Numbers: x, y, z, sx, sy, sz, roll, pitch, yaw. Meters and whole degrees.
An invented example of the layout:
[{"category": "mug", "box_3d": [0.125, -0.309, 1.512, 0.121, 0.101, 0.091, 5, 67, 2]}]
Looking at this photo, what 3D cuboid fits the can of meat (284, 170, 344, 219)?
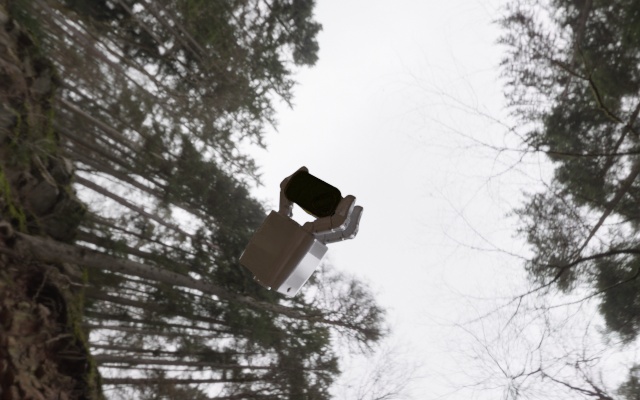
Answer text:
[{"category": "can of meat", "box_3d": [0.000, 0.003, 0.817, 0.102, 0.057, 0.084, 29, -8, 28]}]
